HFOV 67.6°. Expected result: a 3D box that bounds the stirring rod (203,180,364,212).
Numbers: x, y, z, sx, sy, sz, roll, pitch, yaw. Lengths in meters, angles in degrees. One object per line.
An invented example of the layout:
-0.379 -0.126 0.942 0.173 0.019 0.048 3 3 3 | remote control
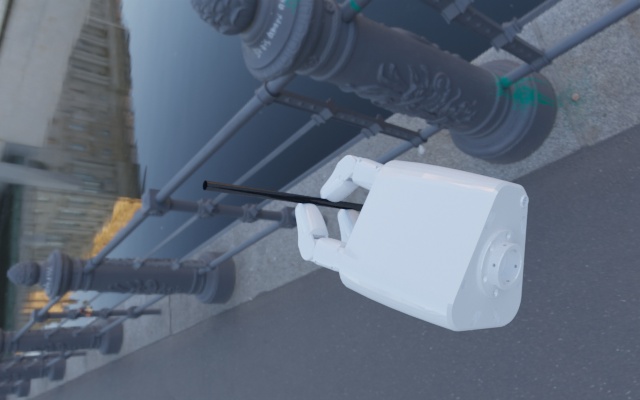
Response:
0.000 0.001 0.456 0.239 0.011 0.011 8 -5 -40 | stirring rod
